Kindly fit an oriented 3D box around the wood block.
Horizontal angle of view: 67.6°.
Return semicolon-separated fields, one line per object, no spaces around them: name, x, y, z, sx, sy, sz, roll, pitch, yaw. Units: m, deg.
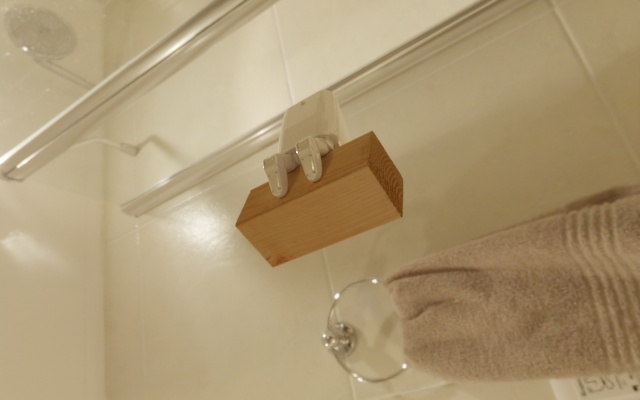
wood block;0.000;0.002;0.651;0.206;0.091;0.090;-24;29;26
